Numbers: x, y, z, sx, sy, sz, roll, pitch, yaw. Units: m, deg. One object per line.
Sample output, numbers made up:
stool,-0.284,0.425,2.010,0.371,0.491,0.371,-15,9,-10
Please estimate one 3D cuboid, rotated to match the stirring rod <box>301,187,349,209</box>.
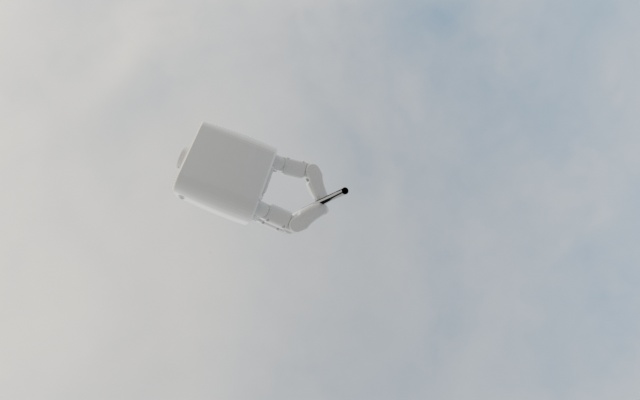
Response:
stirring rod,0.000,0.002,0.639,0.011,0.011,0.239,0,-6,-13
